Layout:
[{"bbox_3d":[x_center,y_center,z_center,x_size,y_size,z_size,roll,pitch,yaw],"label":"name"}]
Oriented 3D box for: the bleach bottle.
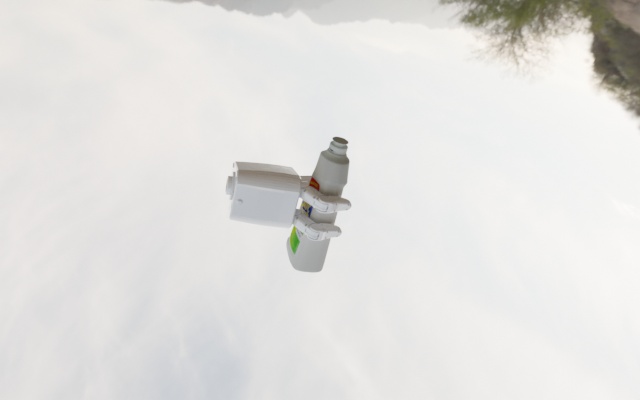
[{"bbox_3d":[0.000,0.003,0.844,0.068,0.251,0.102,7,30,-16],"label":"bleach bottle"}]
